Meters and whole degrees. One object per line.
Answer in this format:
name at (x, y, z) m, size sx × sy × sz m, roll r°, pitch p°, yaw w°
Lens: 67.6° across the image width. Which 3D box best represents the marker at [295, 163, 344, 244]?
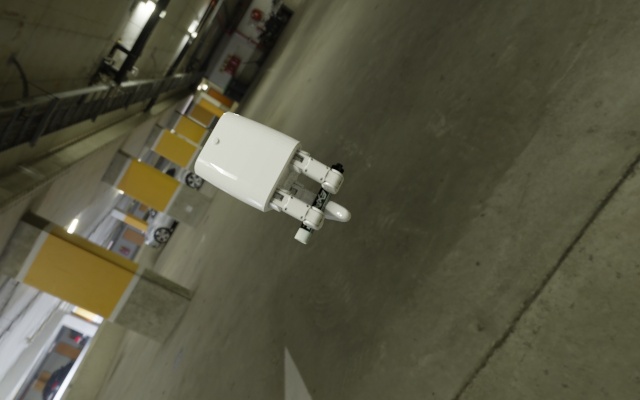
marker at (0.000, 0.002, 0.657) m, size 0.020 × 0.121 × 0.020 m, roll 26°, pitch -10°, yaw 5°
